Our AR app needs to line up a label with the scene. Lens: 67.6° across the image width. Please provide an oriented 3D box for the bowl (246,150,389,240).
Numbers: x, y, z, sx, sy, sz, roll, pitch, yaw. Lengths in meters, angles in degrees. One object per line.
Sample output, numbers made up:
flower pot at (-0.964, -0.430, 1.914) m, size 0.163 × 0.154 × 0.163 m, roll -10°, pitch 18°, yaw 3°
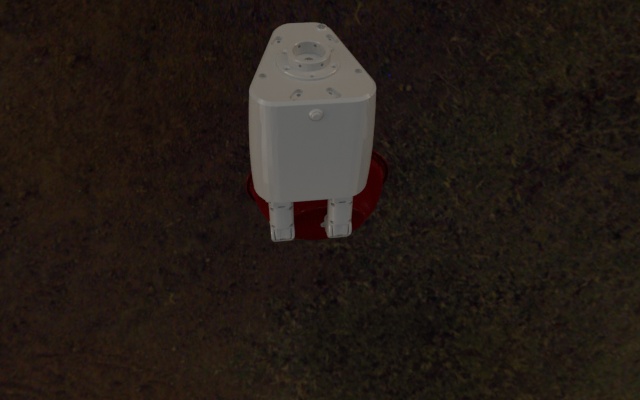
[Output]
bowl at (0.000, 0.003, 0.529) m, size 0.162 × 0.055 × 0.162 m, roll -7°, pitch -25°, yaw -3°
